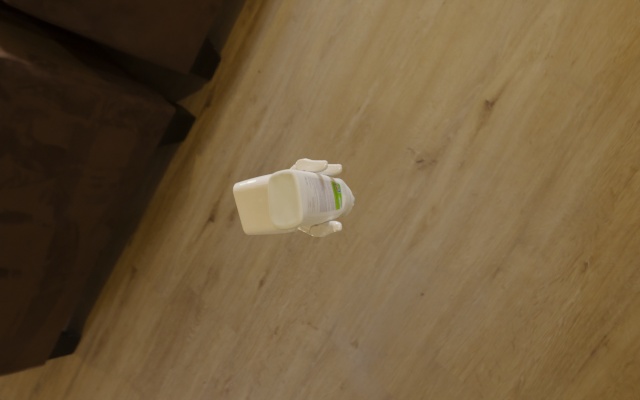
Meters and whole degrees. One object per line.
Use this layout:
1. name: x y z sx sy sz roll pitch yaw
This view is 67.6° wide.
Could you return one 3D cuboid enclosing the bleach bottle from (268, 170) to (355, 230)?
1. bleach bottle: 0.000 0.003 0.888 0.068 0.102 0.251 -10 -8 28
